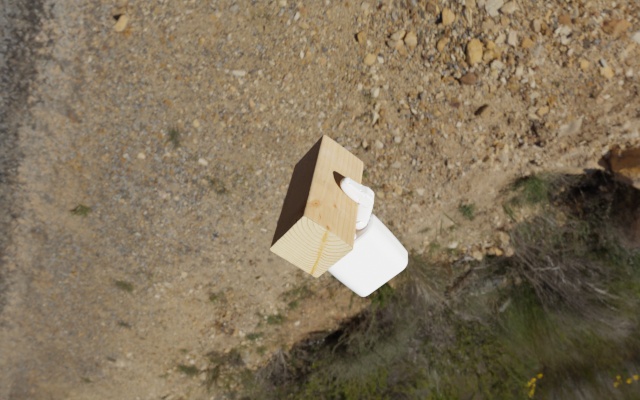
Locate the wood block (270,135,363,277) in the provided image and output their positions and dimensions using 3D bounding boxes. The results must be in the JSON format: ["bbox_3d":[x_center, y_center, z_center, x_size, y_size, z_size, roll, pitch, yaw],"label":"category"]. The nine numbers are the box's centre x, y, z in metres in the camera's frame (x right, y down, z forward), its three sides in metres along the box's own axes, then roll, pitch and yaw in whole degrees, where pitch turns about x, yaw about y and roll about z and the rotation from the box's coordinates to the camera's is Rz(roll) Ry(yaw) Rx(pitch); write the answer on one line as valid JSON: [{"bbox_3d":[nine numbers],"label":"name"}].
[{"bbox_3d":[0.001,0.003,0.750,0.090,0.206,0.091,34,-53,-18],"label":"wood block"}]
